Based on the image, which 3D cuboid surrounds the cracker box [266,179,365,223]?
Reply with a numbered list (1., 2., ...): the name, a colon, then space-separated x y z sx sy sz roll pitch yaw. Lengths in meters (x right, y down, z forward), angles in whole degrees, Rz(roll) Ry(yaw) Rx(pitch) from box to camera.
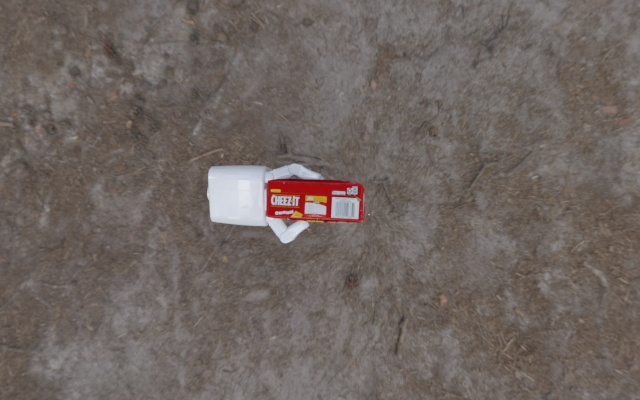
1. cracker box: 0.000 0.003 0.888 0.164 0.072 0.214 2 -1 6
